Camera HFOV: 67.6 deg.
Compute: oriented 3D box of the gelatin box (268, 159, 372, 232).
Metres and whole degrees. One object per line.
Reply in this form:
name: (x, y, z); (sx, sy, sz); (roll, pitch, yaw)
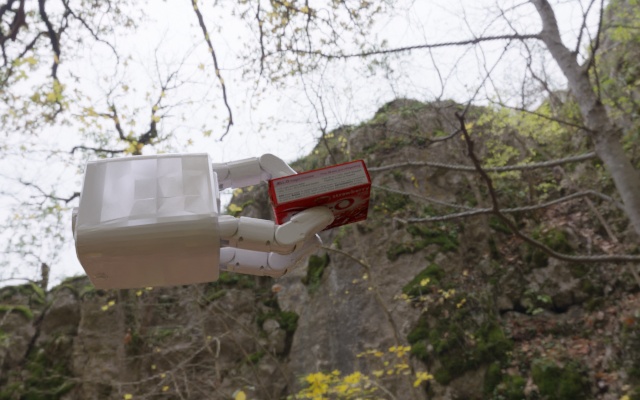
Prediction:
gelatin box: (0.000, 0.001, 0.442); (0.089, 0.030, 0.073); (-14, -27, -5)
